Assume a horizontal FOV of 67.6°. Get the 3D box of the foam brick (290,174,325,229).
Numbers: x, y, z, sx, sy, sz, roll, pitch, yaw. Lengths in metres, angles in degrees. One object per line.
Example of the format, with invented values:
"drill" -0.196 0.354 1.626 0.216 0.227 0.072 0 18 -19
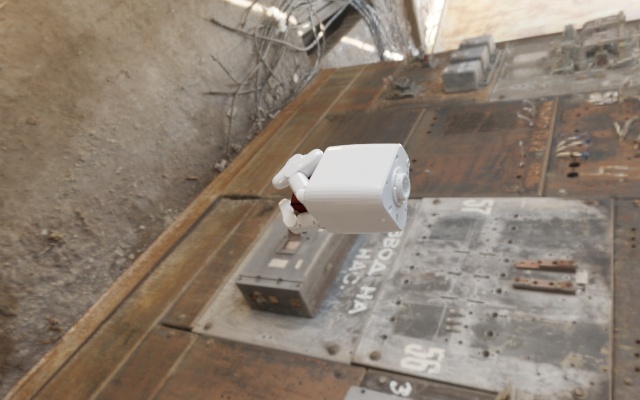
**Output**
"foam brick" 0.000 0.002 0.699 0.051 0.053 0.078 -2 -30 29
